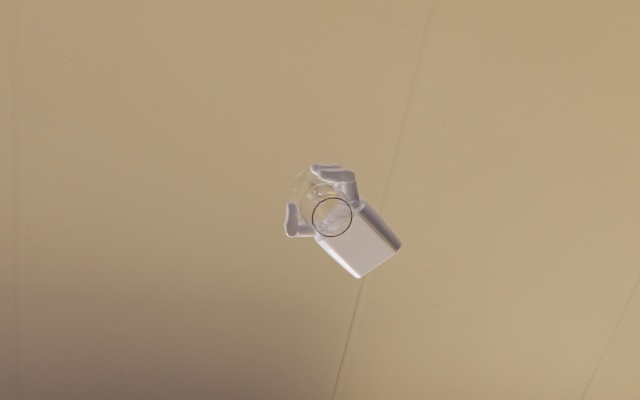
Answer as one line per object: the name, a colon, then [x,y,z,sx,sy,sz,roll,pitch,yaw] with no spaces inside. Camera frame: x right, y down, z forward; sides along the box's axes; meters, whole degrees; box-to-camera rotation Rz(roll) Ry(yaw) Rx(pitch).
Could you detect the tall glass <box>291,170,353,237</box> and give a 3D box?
tall glass: [0.000,0.002,0.801,0.079,0.079,0.201,0,13,-10]
